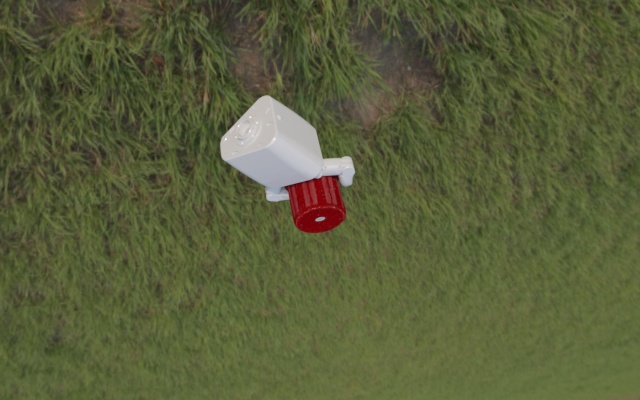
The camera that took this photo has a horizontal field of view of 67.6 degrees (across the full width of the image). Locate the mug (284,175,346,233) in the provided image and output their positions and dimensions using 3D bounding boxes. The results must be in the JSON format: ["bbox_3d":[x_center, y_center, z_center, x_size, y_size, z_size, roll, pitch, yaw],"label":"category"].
[{"bbox_3d":[0.001,0.003,0.765,0.093,0.081,0.117,-32,-38,27],"label":"mug"}]
